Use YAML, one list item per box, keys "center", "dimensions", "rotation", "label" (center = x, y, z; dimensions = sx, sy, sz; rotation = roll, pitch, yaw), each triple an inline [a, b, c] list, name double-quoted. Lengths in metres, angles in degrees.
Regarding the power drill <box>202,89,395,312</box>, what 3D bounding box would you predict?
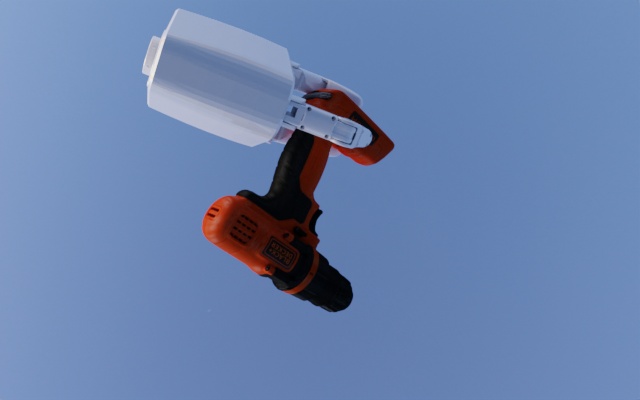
- center: [0.000, 0.001, 0.472]
  dimensions: [0.184, 0.187, 0.057]
  rotation: [39, -18, -35]
  label: "power drill"
